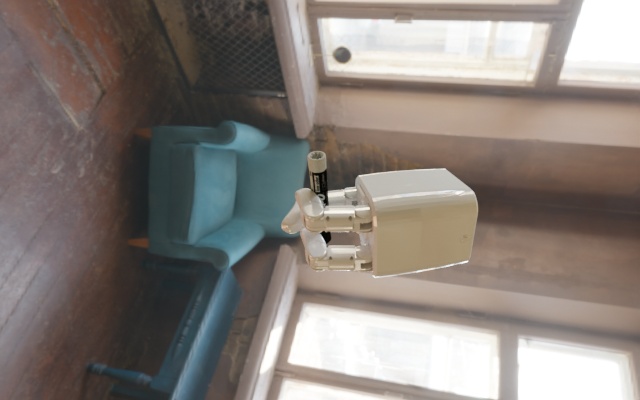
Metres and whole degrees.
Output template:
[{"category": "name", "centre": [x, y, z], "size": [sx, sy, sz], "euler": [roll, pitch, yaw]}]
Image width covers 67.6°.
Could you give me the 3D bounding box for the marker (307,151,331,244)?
[{"category": "marker", "centre": [0.000, 0.002, 0.523], "size": [0.020, 0.121, 0.020], "euler": [-3, 38, 2]}]
